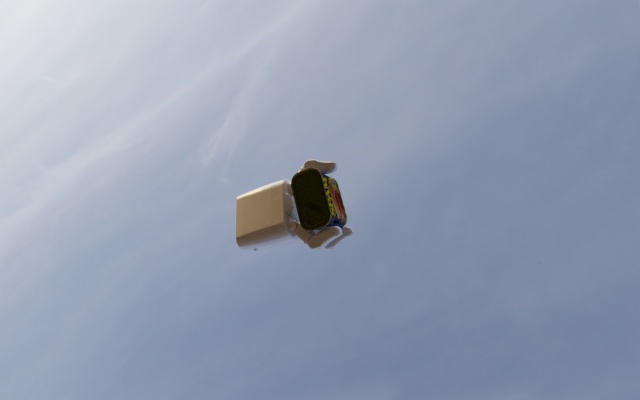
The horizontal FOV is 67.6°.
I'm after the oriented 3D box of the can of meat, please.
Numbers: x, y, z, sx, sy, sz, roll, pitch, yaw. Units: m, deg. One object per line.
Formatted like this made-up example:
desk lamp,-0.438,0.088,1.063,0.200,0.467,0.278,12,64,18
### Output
can of meat,0.000,0.003,0.818,0.057,0.102,0.084,-19,-14,21
